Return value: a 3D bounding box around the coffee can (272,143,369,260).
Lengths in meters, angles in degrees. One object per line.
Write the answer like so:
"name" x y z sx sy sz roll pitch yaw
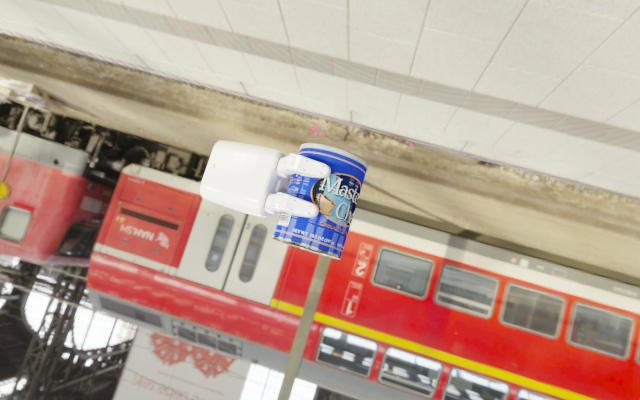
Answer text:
"coffee can" 0.000 0.002 0.680 0.103 0.140 0.103 17 -8 3
